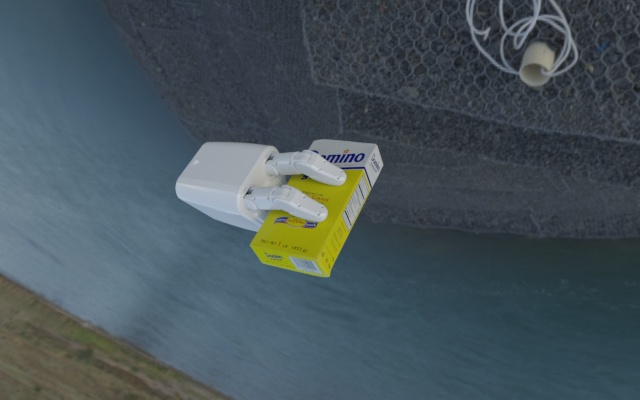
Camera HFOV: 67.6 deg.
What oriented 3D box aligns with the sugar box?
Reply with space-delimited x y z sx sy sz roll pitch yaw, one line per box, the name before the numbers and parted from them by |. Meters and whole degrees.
sugar box | 0.000 0.002 0.571 0.093 0.176 0.048 8 -34 29
